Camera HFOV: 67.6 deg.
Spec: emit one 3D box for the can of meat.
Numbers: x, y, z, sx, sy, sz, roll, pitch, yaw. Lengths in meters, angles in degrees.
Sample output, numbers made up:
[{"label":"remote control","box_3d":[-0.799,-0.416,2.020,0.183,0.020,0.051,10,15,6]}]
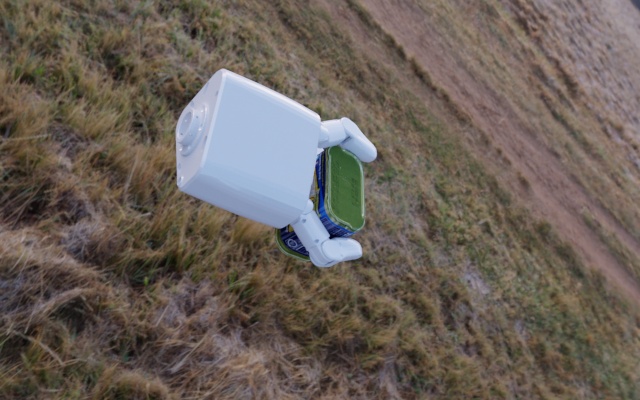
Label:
[{"label":"can of meat","box_3d":[0.000,0.002,0.507,0.057,0.102,0.084,25,-40,-32]}]
